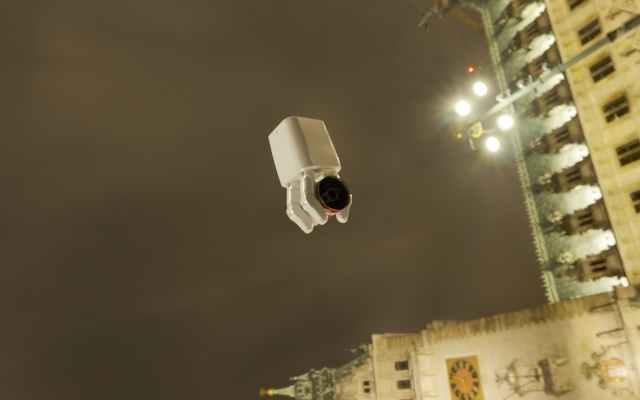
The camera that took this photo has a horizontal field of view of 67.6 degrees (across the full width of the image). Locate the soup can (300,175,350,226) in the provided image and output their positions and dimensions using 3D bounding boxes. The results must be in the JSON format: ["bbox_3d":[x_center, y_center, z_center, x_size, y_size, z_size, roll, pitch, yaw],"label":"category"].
[{"bbox_3d":[0.000,0.003,0.899,0.068,0.068,0.102,0,-20,-32],"label":"soup can"}]
